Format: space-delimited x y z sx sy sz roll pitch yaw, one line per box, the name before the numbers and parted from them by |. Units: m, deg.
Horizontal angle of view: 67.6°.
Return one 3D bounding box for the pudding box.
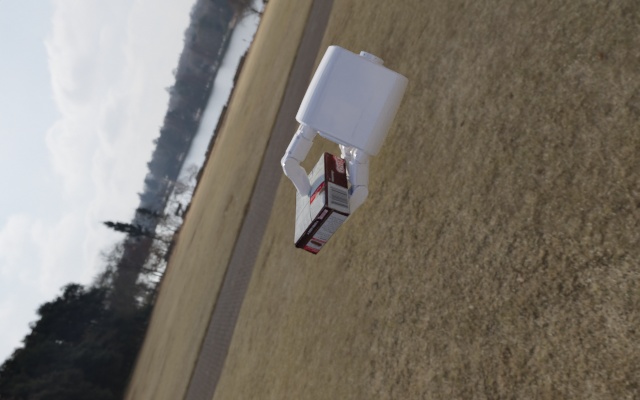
pudding box | 0.000 0.002 0.651 0.039 0.113 0.090 22 -51 -18
